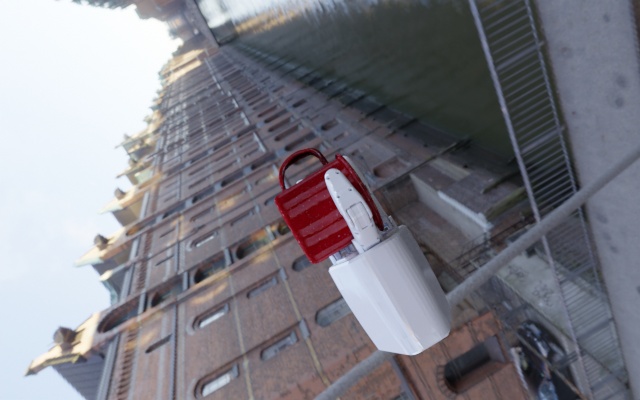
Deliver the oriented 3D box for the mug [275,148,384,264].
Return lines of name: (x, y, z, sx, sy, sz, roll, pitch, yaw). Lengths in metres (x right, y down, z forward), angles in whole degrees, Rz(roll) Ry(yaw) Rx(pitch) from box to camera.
mug: (-0.001, 0.000, 0.490, 0.081, 0.117, 0.093, -31, -6, -4)
